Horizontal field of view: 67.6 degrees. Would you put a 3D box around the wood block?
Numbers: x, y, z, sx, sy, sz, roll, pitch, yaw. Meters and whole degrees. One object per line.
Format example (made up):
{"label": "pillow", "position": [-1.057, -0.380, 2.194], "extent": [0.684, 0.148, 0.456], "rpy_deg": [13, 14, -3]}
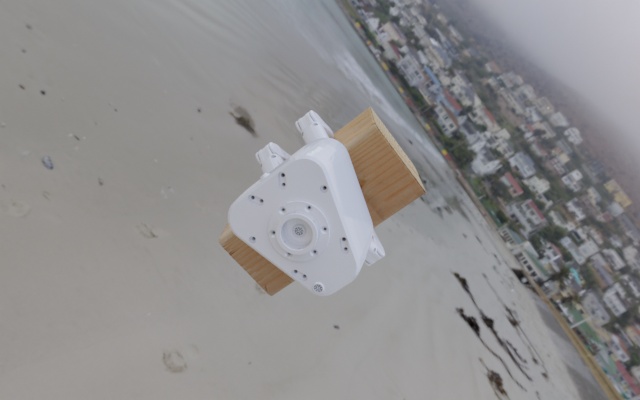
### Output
{"label": "wood block", "position": [0.000, 0.002, 0.530], "extent": [0.206, 0.091, 0.090], "rpy_deg": [-35, 18, 15]}
